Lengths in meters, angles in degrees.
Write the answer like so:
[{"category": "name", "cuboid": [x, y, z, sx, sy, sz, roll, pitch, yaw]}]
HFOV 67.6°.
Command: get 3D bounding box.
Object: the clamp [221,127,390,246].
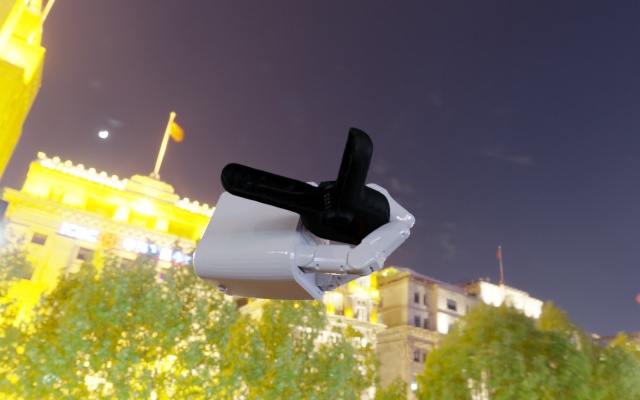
[{"category": "clamp", "cuboid": [0.000, 0.001, 0.402, 0.120, 0.039, 0.171, -3, -29, 19]}]
